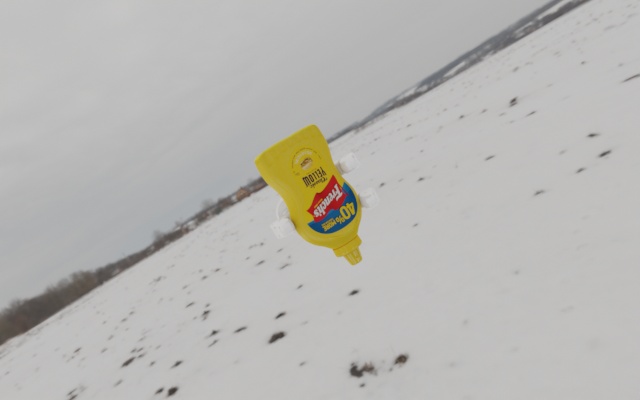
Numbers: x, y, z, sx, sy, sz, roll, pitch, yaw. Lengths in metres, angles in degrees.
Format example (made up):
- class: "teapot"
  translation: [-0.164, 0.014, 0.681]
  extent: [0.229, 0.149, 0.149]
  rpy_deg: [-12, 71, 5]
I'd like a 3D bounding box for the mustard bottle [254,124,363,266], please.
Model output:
- class: "mustard bottle"
  translation: [0.000, 0.002, 0.636]
  extent: [0.096, 0.191, 0.058]
  rpy_deg: [-33, 6, -24]
